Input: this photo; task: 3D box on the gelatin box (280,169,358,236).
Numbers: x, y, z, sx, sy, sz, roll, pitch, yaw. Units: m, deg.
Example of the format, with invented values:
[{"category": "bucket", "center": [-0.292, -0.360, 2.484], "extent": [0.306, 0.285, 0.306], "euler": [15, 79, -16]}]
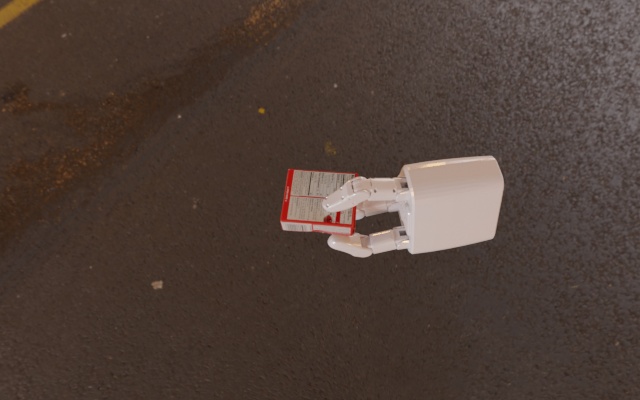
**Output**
[{"category": "gelatin box", "center": [0.000, 0.002, 0.581], "extent": [0.089, 0.073, 0.030], "euler": [4, -27, 4]}]
